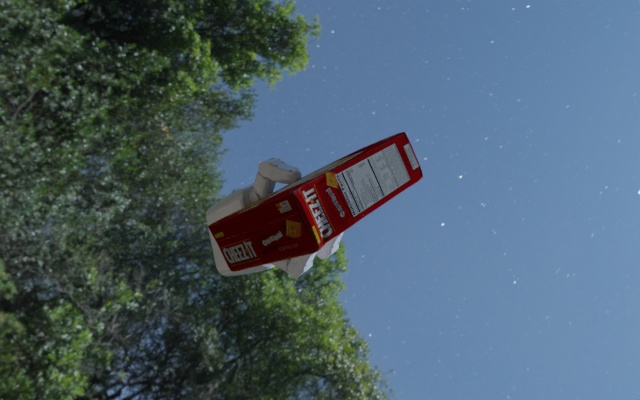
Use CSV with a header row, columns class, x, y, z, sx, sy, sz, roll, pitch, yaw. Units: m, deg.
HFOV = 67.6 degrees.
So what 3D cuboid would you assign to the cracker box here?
class,x,y,z,sx,sy,sz,roll,pitch,yaw
cracker box,0.000,0.002,0.576,0.164,0.072,0.213,-21,7,46
